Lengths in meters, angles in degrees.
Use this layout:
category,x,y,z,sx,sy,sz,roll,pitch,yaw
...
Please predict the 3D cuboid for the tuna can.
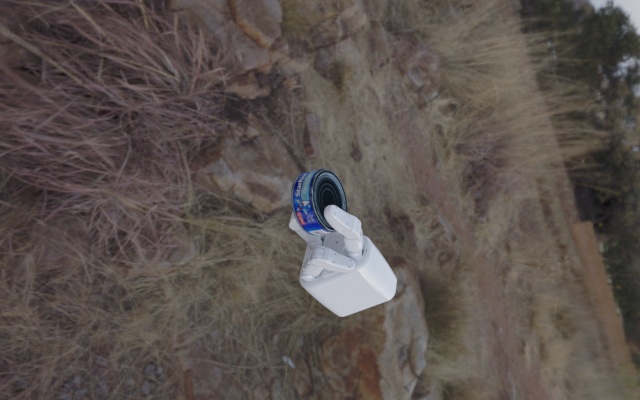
category,x,y,z,sx,sy,sz,roll,pitch,yaw
tuna can,0.001,0.002,0.633,0.034,0.086,0.086,-11,-6,34
